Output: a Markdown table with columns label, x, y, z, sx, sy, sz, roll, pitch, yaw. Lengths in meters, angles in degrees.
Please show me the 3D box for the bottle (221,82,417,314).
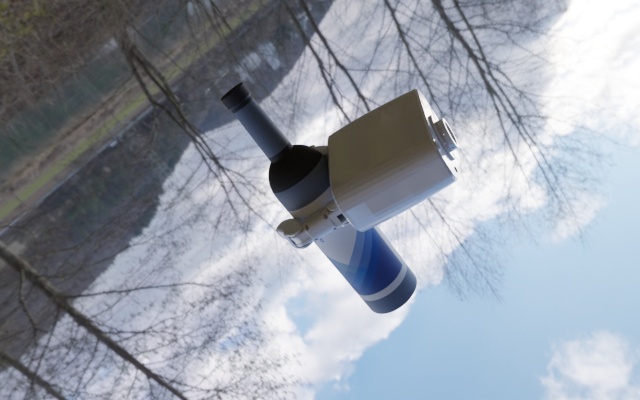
| label | x | y | z | sx | sy | sz | roll | pitch | yaw |
| --- | --- | --- | --- | --- | --- | --- | --- | --- | --- |
| bottle | 0.000 | 0.002 | 0.511 | 0.069 | 0.296 | 0.069 | -32 | 23 | 15 |
